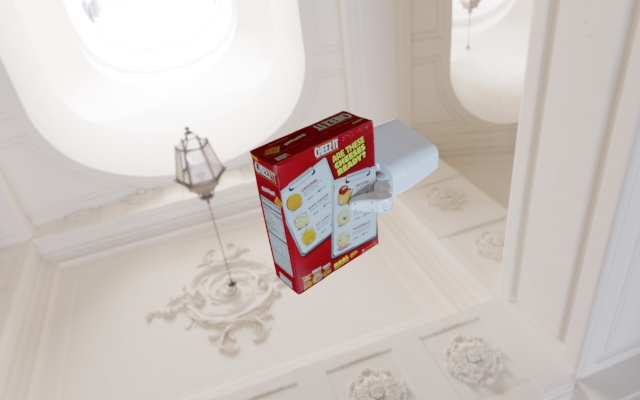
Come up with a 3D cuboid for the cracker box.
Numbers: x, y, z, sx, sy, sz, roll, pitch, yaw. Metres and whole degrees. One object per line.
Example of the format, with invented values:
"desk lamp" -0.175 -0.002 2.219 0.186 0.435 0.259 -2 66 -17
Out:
"cracker box" 0.000 0.002 0.679 0.164 0.214 0.072 -28 38 -29
